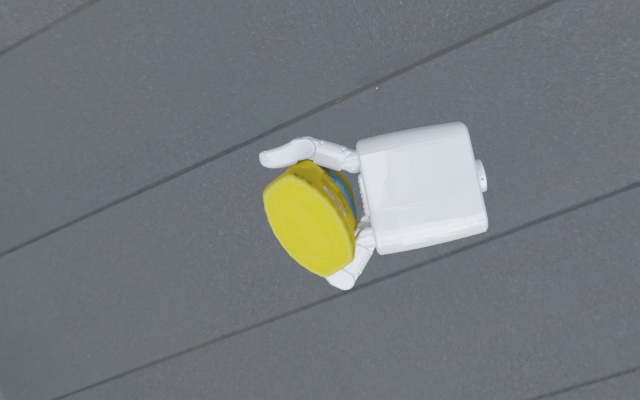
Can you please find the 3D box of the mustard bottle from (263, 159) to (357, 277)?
[{"bbox_3d":[0.000,0.002,0.488,0.058,0.096,0.191,-36,7,13],"label":"mustard bottle"}]
